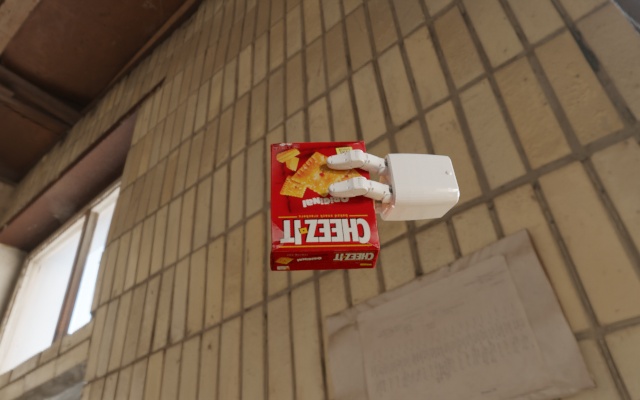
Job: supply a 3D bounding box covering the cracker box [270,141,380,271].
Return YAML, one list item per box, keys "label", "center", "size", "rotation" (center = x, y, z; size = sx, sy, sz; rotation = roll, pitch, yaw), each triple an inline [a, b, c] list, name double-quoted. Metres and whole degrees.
- label: "cracker box"
  center: [0.000, 0.002, 0.775]
  size: [0.164, 0.213, 0.072]
  rotation: [-1, -35, -4]
